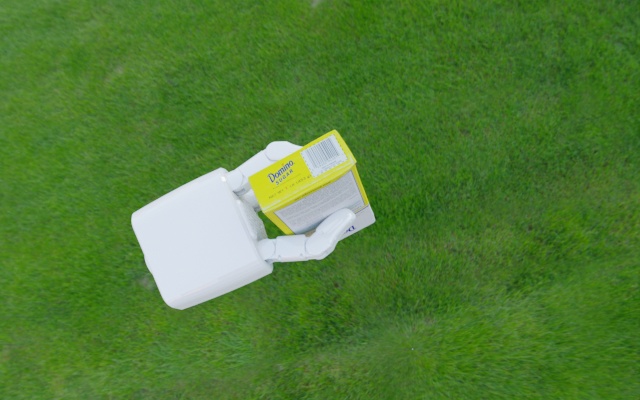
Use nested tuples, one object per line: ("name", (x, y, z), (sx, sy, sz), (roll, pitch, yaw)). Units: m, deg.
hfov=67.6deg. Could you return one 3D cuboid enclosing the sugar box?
("sugar box", (0.000, 0.001, 0.496), (0.093, 0.048, 0.176), (-28, -20, 1))
